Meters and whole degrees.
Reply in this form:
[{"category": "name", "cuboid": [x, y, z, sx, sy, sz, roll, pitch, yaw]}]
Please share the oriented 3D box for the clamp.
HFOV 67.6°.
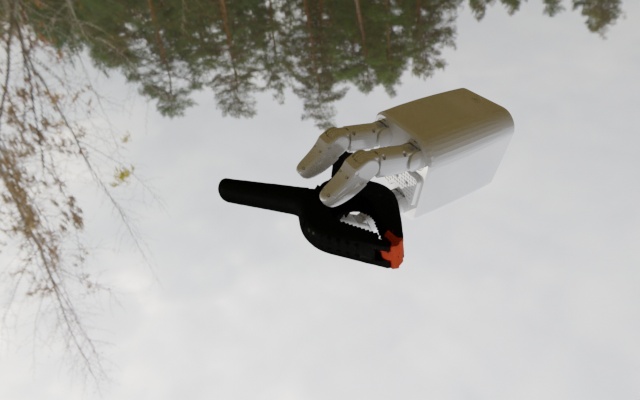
[{"category": "clamp", "cuboid": [0.001, 0.002, 0.465, 0.164, 0.036, 0.210, -22, 39, -15]}]
